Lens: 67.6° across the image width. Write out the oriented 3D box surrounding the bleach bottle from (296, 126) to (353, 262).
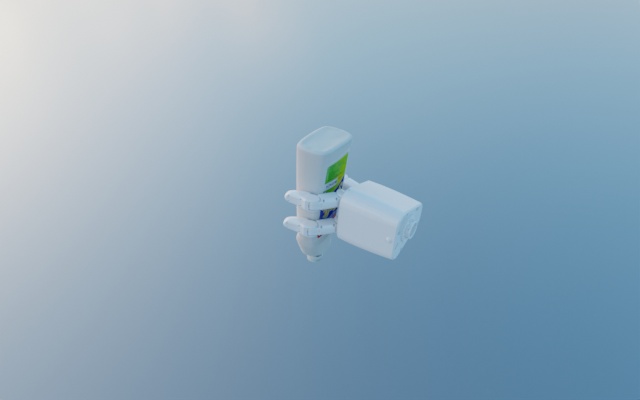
[{"bbox_3d":[0.000,0.003,0.847,0.068,0.251,0.102,24,40,26],"label":"bleach bottle"}]
